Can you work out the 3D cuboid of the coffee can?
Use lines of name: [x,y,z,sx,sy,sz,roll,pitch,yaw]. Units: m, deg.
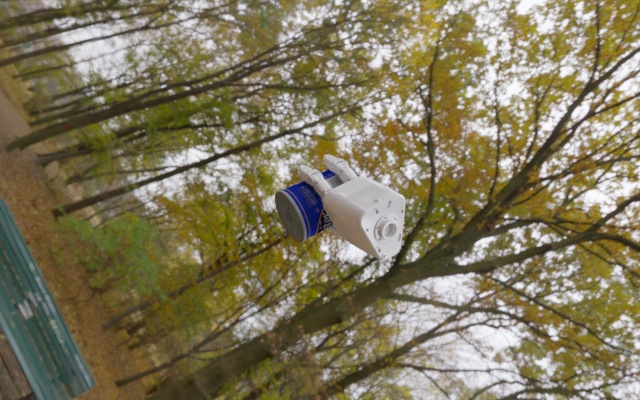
coffee can: [0.000,0.003,0.892,0.140,0.103,0.103,-26,10,-23]
